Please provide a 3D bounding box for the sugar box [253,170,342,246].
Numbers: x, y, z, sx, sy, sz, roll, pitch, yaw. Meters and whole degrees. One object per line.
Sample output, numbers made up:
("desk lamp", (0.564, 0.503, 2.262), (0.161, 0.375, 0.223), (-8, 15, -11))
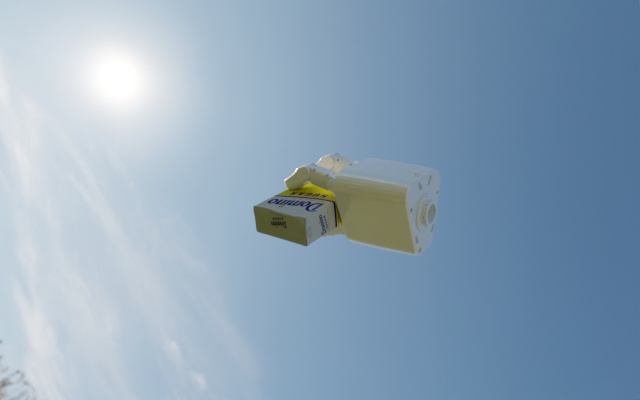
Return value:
("sugar box", (0.000, 0.002, 0.676), (0.093, 0.048, 0.176), (12, 26, 36))
